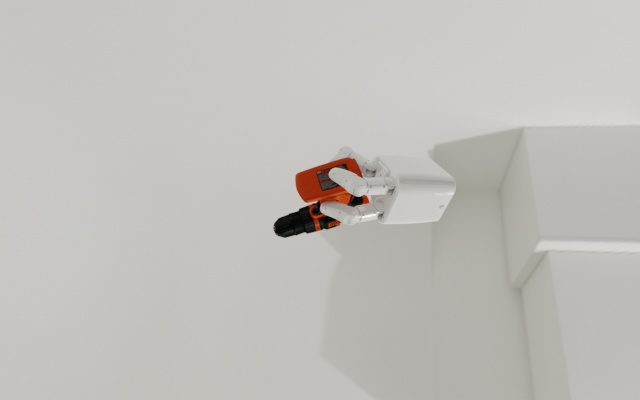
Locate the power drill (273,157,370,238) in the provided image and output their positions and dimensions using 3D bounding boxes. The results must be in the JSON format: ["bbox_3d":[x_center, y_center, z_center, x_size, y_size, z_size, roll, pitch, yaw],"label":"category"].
[{"bbox_3d":[0.000,0.002,0.820,0.184,0.057,0.188,-19,-19,-6],"label":"power drill"}]
